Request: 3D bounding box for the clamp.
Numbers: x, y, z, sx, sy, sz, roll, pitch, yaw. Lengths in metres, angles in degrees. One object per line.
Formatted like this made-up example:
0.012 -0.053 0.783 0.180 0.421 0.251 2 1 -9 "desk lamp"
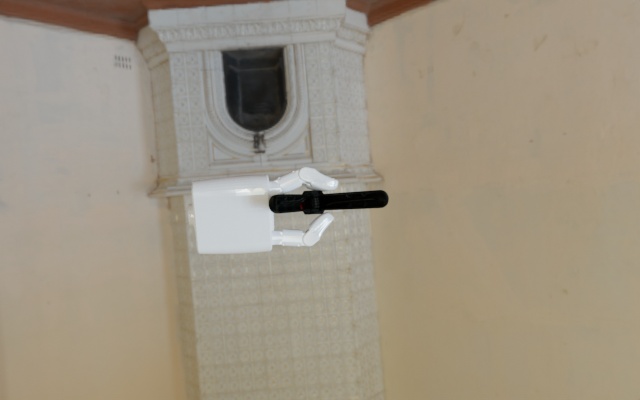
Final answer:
0.000 0.003 0.718 0.164 0.036 0.210 -2 0 -9 "clamp"
